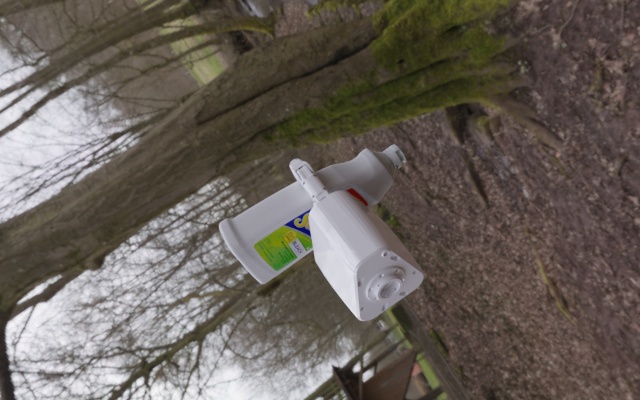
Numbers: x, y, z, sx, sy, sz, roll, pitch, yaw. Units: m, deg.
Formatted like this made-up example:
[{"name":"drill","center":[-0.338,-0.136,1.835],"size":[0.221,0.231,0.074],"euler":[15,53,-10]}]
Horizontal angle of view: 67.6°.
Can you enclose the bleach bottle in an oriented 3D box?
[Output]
[{"name":"bleach bottle","center":[0.000,0.002,0.626],"size":[0.251,0.103,0.068],"euler":[-34,44,-3]}]
